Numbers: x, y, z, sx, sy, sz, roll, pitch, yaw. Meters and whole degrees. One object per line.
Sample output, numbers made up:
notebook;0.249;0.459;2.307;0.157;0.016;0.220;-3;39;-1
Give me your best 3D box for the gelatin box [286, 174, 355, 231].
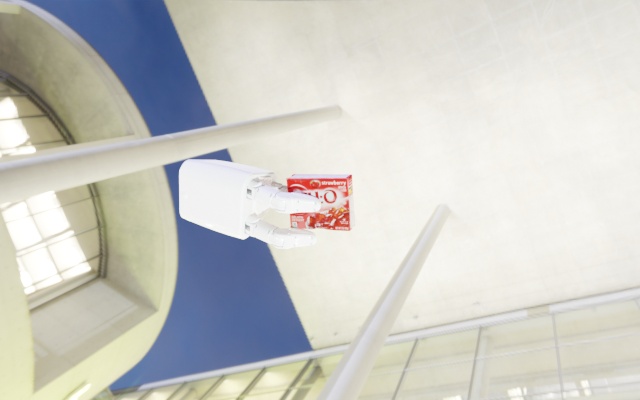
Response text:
gelatin box;0.001;0.002;0.650;0.089;0.073;0.030;1;16;19
